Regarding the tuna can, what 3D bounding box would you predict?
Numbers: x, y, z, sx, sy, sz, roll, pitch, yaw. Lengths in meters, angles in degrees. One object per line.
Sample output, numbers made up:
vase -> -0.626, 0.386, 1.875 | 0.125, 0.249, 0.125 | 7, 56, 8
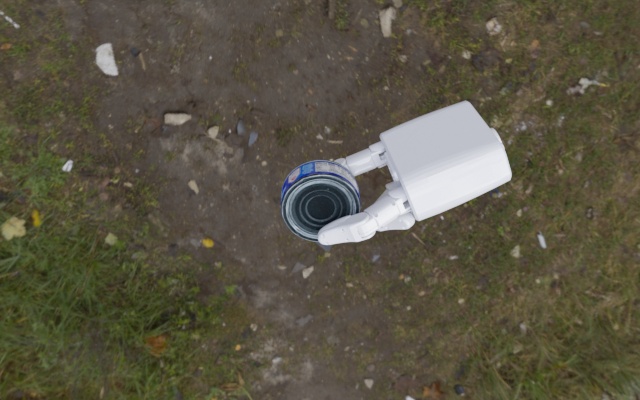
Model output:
tuna can -> 0.000, 0.002, 0.511 | 0.086, 0.086, 0.033 | 0, 30, -2
